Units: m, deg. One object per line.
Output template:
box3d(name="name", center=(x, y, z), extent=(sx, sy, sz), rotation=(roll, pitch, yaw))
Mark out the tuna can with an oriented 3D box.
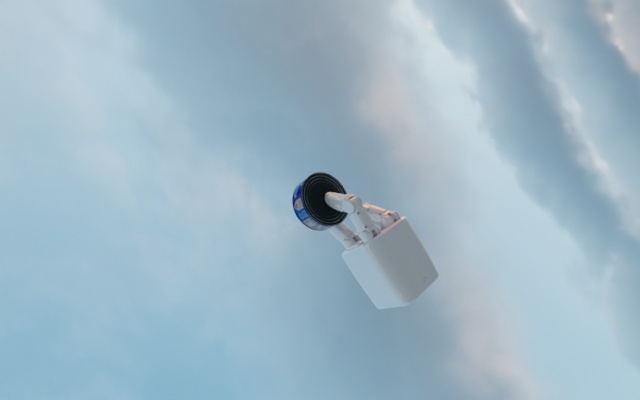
box3d(name="tuna can", center=(0.000, 0.003, 0.732), extent=(0.086, 0.086, 0.034), rotation=(0, -19, -35))
